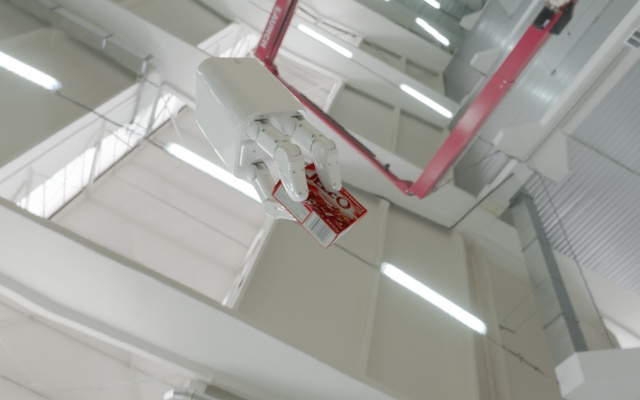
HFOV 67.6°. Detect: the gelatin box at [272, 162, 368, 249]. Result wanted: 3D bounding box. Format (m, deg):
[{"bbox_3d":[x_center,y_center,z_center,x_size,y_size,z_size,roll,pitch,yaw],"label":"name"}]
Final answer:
[{"bbox_3d":[0.000,0.002,0.540,0.073,0.089,0.030,-33,-16,-53],"label":"gelatin box"}]
